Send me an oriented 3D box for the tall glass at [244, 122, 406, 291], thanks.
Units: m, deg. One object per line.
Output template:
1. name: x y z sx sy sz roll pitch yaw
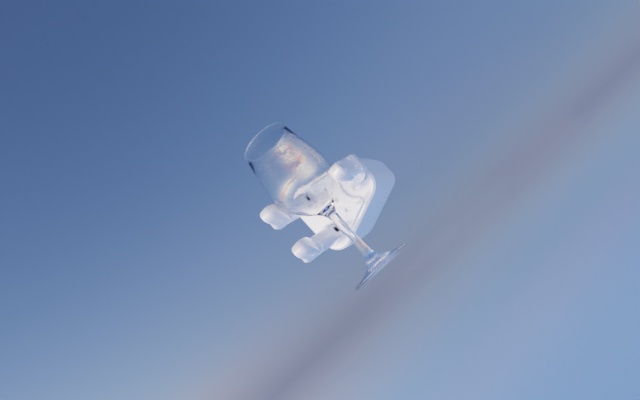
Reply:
1. tall glass: 0.001 0.002 0.540 0.079 0.201 0.079 -40 -13 -11
